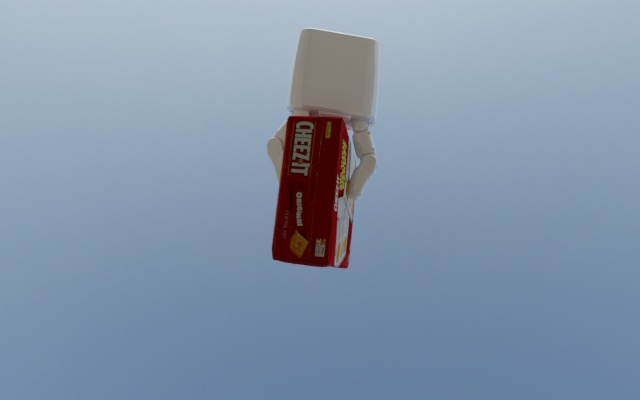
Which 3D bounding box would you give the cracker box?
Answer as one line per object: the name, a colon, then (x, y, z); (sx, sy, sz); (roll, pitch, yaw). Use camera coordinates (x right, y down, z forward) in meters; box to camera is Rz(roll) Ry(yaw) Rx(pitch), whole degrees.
cracker box: (0.000, 0.002, 0.612); (0.072, 0.164, 0.214); (4, -8, 9)
